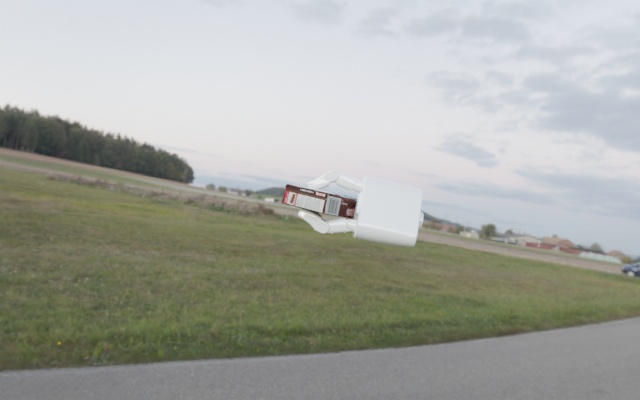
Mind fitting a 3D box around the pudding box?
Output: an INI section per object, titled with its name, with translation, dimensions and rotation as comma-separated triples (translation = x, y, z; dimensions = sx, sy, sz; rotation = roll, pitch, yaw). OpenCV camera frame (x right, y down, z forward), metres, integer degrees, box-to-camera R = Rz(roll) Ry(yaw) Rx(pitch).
[pudding box]
translation = 0.000, 0.003, 0.843
dimensions = 0.090, 0.039, 0.113
rotation = 13, -2, 30
